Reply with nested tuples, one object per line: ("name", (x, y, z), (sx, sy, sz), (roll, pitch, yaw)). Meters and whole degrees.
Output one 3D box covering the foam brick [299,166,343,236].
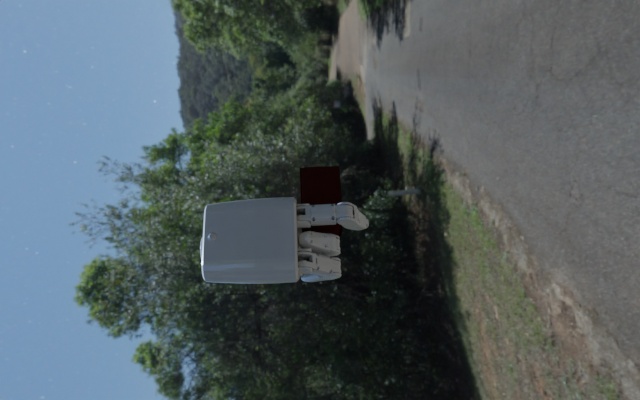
("foam brick", (0.000, 0.002, 0.600), (0.051, 0.078, 0.053), (-2, -22, -1))
